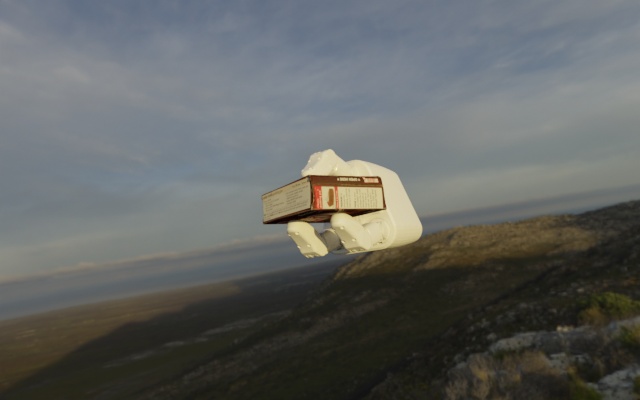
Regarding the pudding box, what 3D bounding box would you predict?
[{"bbox_3d":[0.000,0.001,0.508,0.090,0.039,0.113,-1,-11,-31],"label":"pudding box"}]
